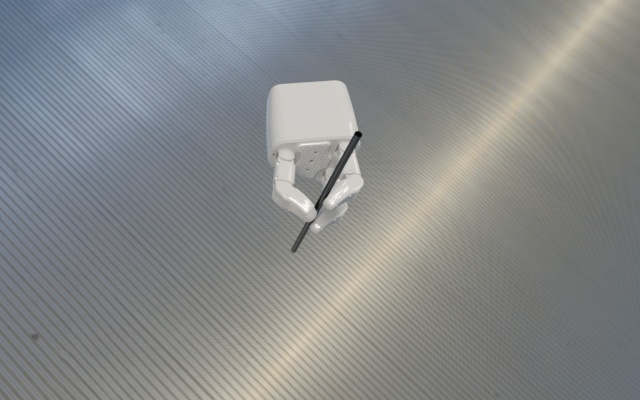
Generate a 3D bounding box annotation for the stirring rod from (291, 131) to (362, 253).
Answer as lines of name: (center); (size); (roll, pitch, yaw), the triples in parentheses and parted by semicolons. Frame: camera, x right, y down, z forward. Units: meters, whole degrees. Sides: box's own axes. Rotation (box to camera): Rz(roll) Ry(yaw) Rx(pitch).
stirring rod: (0.000, 0.002, 0.550); (0.011, 0.011, 0.240); (0, -33, -21)
